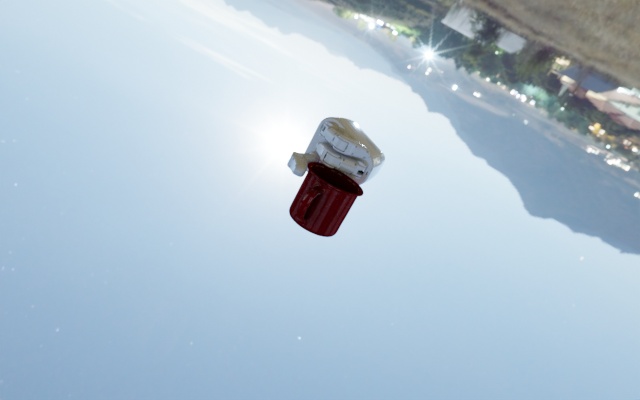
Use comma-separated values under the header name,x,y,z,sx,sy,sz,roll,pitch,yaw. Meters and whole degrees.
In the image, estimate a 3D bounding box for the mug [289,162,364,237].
name,x,y,z,sx,sy,sz,roll,pitch,yaw
mug,0.000,0.003,0.701,0.093,0.081,0.117,34,19,14
